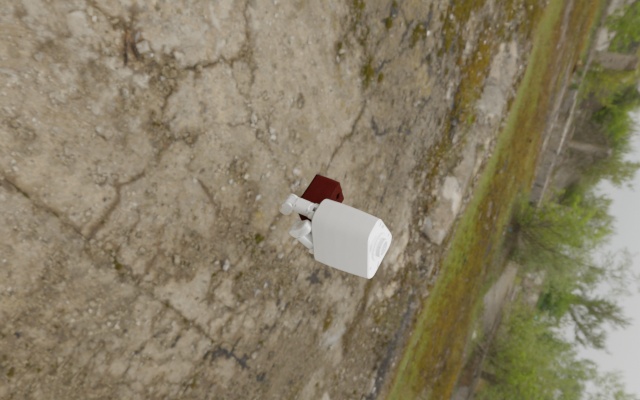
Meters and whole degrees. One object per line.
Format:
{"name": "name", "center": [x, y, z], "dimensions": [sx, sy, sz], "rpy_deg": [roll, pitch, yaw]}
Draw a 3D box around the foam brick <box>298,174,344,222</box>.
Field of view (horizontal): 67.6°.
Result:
{"name": "foam brick", "center": [0.000, 0.002, 0.854], "dimensions": [0.051, 0.078, 0.053], "rpy_deg": [18, -30, 27]}
